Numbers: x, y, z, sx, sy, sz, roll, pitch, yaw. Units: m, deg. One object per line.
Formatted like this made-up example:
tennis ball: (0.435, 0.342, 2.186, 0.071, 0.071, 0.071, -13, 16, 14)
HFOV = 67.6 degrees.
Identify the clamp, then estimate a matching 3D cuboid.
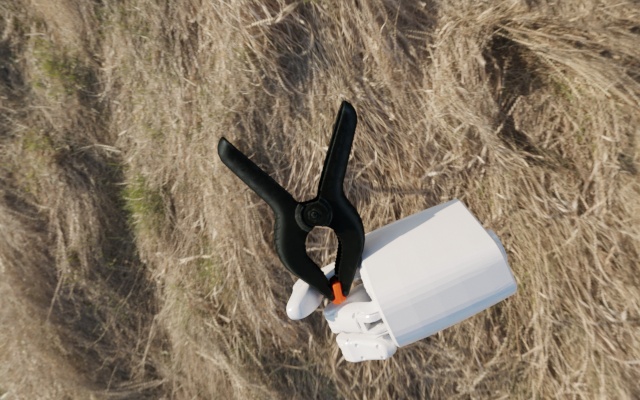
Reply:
clamp: (0.000, 0.002, 0.411, 0.120, 0.171, 0.039, -25, 11, 3)
